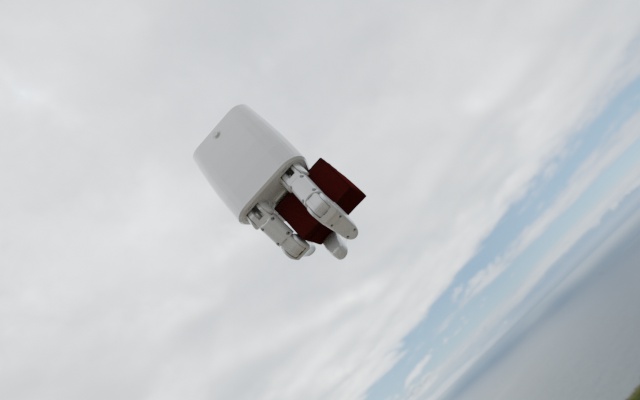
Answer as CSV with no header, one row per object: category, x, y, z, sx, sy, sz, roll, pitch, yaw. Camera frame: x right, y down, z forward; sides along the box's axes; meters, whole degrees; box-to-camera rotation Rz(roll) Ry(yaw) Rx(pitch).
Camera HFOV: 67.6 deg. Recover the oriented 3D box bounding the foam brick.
foam brick,0.000,0.002,0.522,0.051,0.078,0.053,46,8,25
